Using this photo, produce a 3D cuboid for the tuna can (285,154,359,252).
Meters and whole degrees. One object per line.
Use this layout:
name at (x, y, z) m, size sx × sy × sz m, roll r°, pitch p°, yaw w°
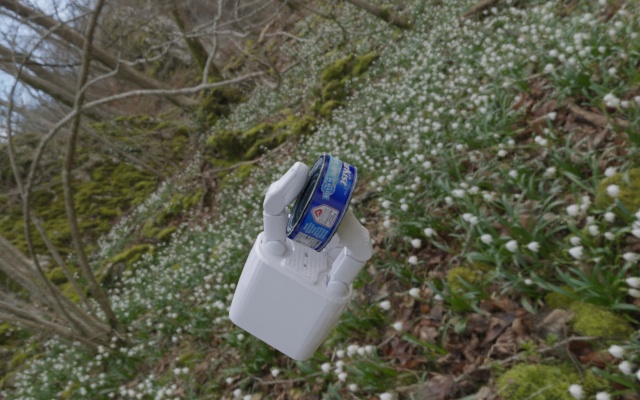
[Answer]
tuna can at (0.000, 0.001, 0.436) m, size 0.034 × 0.086 × 0.086 m, roll 25°, pitch -4°, yaw -9°
